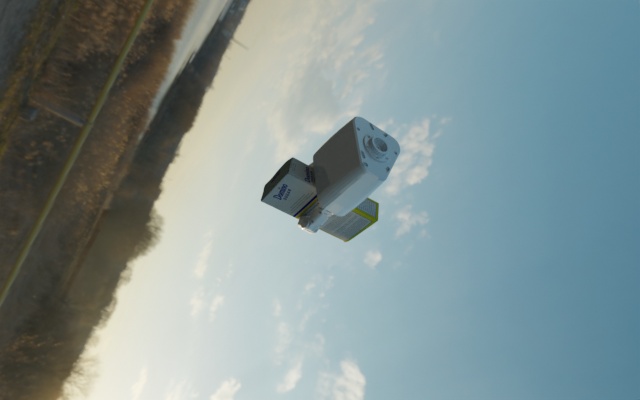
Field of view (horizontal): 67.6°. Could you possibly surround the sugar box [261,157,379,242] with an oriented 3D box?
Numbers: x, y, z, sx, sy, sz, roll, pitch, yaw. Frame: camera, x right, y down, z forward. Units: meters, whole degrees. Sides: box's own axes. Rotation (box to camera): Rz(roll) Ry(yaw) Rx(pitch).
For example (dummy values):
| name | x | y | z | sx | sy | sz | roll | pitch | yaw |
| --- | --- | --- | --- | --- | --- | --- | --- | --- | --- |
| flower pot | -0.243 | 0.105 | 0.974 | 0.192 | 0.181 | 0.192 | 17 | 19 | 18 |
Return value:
| name | x | y | z | sx | sy | sz | roll | pitch | yaw |
| --- | --- | --- | --- | --- | --- | --- | --- | --- | --- |
| sugar box | 0.000 | 0.002 | 0.796 | 0.176 | 0.048 | 0.093 | 30 | -44 | -20 |
